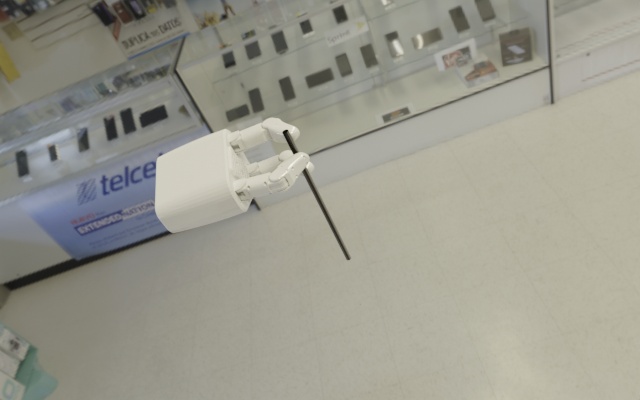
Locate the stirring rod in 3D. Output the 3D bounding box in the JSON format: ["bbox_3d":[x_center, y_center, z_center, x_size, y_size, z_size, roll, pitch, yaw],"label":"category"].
[{"bbox_3d":[0.000,0.002,0.648,0.011,0.240,0.011,-16,39,13],"label":"stirring rod"}]
